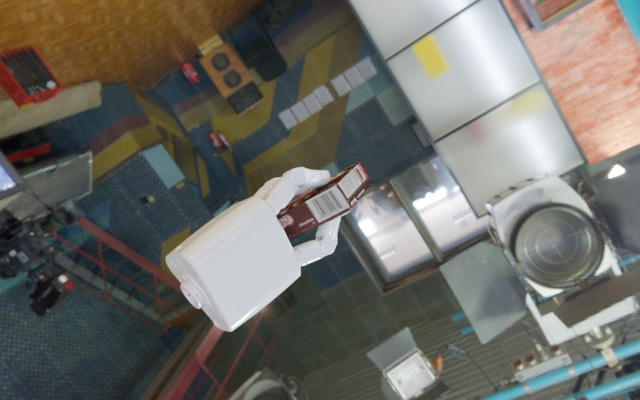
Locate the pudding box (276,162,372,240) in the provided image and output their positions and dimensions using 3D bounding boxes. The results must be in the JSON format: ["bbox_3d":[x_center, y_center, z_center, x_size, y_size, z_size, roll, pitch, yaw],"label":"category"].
[{"bbox_3d":[0.000,0.002,0.599,0.113,0.039,0.090,-26,11,30],"label":"pudding box"}]
